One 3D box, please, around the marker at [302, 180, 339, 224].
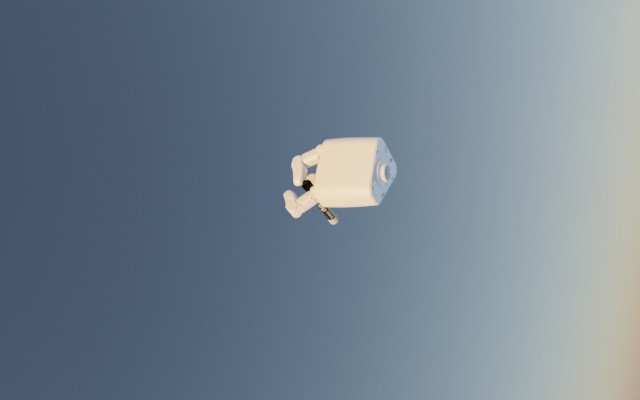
[{"bbox_3d":[0.000,0.003,0.856,0.020,0.020,0.121,0,-35,33],"label":"marker"}]
